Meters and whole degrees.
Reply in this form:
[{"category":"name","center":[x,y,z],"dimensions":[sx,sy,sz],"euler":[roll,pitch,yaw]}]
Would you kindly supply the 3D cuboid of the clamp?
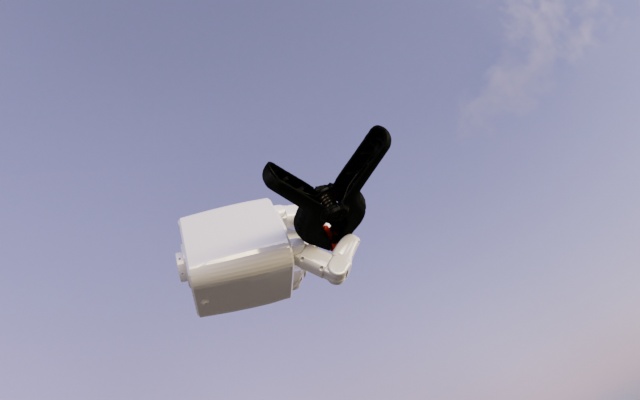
[{"category":"clamp","center":[0.000,0.001,0.473],"dimensions":[0.120,0.039,0.172],"euler":[-10,-38,-15]}]
